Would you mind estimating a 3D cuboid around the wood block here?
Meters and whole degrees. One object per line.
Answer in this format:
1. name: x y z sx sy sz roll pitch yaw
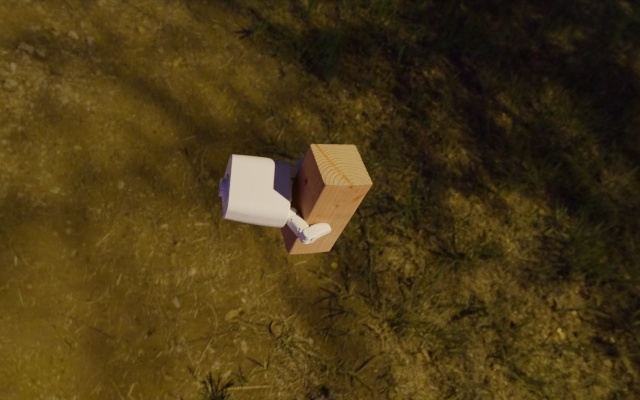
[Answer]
1. wood block: 0.000 0.003 0.859 0.090 0.090 0.206 -2 -37 -25
